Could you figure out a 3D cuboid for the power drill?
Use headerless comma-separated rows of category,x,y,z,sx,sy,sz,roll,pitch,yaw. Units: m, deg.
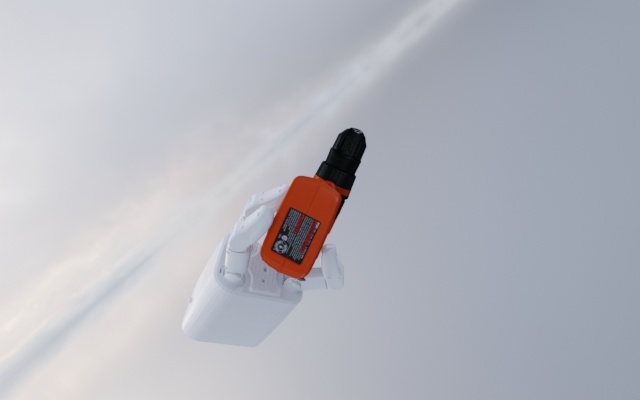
power drill,0.000,0.002,0.556,0.057,0.184,0.187,24,11,6
